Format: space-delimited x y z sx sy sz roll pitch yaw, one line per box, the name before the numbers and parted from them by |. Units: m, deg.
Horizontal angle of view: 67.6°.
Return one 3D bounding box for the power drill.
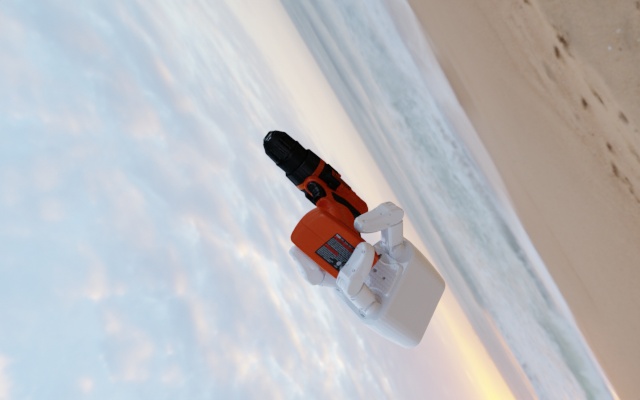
power drill | 0.000 0.002 0.595 0.184 0.057 0.187 39 20 -22
